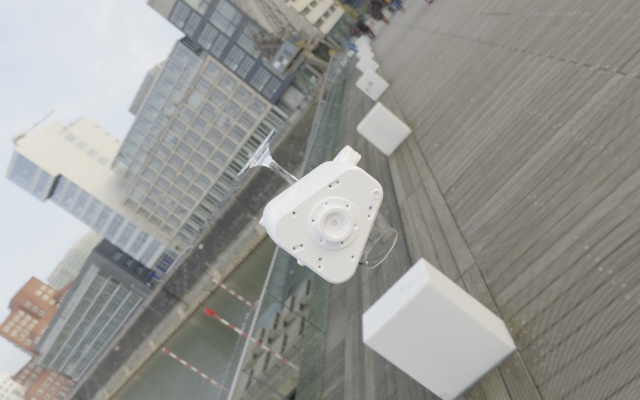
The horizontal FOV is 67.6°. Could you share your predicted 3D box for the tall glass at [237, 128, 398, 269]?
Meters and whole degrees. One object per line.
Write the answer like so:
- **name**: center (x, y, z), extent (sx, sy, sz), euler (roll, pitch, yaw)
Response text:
- **tall glass**: center (0.000, 0.001, 0.588), extent (0.201, 0.079, 0.079), euler (38, -8, -11)
